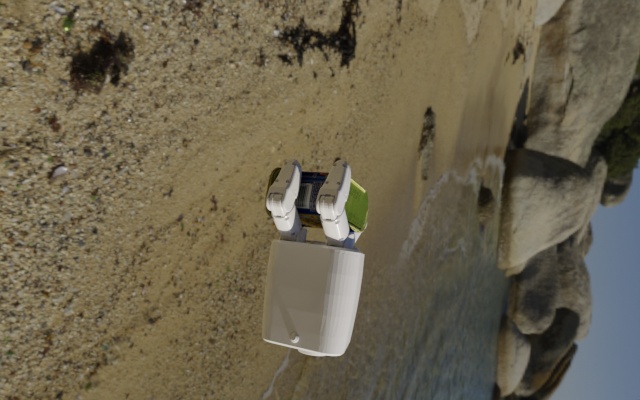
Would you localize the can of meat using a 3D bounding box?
[{"bbox_3d":[0.000,0.002,0.540,0.084,0.057,0.102,5,-12,26],"label":"can of meat"}]
